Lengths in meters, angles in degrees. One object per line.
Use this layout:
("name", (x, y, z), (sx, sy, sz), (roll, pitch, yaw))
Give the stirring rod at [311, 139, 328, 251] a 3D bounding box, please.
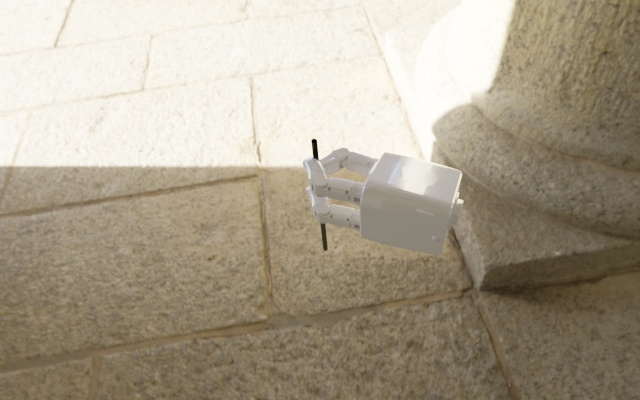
("stirring rod", (0.000, 0.002, 0.688), (0.011, 0.011, 0.240), (0, -40, 5))
